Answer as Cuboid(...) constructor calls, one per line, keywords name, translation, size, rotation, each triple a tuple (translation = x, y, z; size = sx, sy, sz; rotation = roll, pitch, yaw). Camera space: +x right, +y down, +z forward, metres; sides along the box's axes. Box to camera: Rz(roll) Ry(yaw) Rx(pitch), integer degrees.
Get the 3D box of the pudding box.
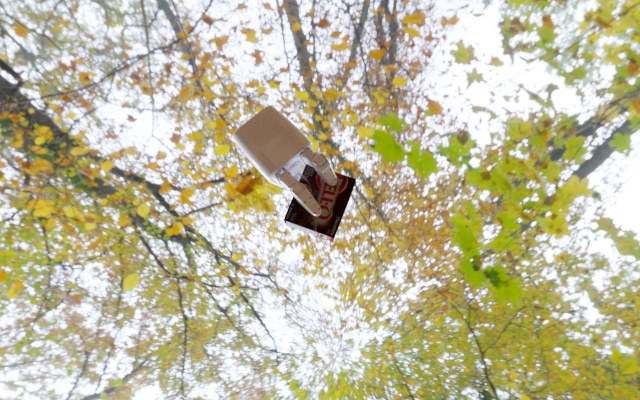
Cuboid(name="pudding box", translation=(0.000, 0.003, 0.802), size=(0.090, 0.113, 0.039), rotation=(19, -15, 6))
